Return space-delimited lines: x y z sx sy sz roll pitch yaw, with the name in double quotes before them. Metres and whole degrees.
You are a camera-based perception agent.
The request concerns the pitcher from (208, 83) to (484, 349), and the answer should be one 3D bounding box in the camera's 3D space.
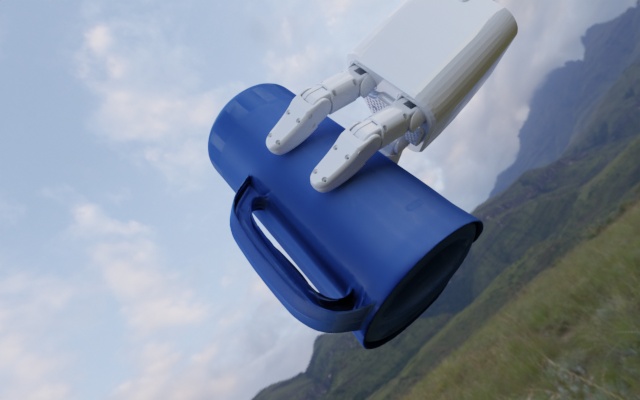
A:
"pitcher" 0.000 0.001 0.415 0.242 0.145 0.149 42 -2 28
